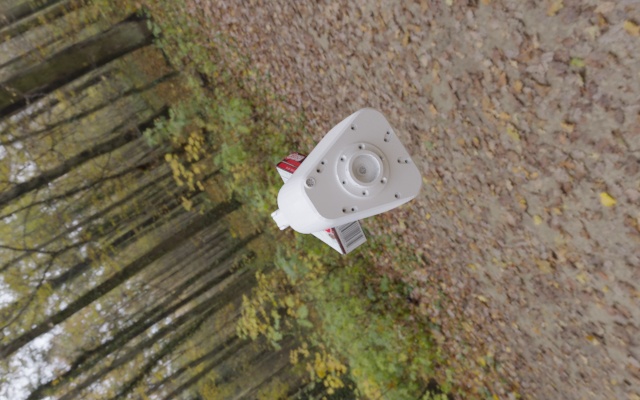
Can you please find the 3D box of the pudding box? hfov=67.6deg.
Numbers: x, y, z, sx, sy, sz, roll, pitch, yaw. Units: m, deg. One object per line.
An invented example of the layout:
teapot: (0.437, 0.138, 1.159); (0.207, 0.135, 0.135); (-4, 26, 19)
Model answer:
pudding box: (0.000, 0.002, 0.574); (0.039, 0.113, 0.090); (-34, 30, -18)
